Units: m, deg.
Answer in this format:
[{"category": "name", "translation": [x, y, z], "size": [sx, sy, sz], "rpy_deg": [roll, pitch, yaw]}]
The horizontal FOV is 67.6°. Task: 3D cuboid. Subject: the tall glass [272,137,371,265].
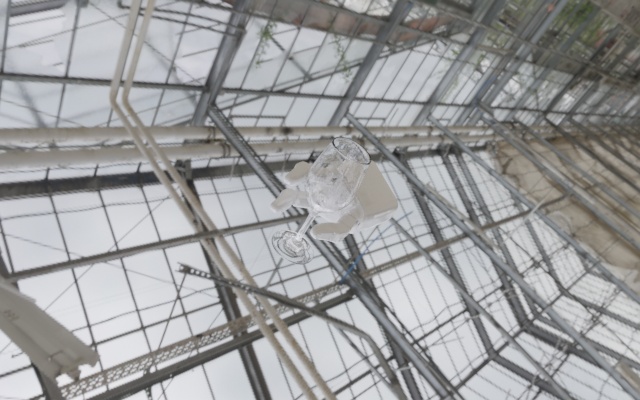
[{"category": "tall glass", "translation": [0.000, 0.003, 0.715], "size": [0.079, 0.201, 0.079], "rpy_deg": [22, 33, -15]}]
